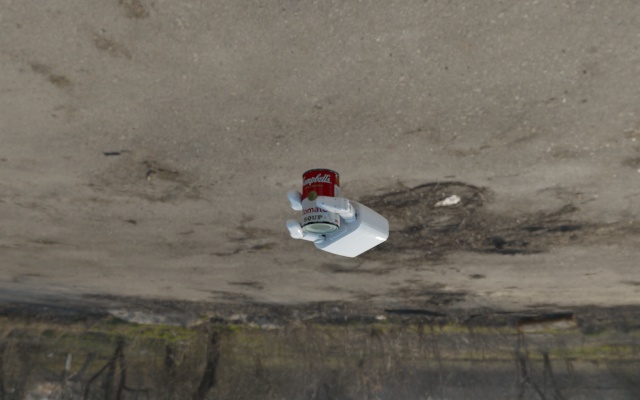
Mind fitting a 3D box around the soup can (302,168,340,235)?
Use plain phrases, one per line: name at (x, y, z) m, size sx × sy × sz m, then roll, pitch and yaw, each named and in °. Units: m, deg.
soup can at (0.000, 0.003, 0.848) m, size 0.068 × 0.102 × 0.068 m, roll 1°, pitch -21°, yaw 0°
